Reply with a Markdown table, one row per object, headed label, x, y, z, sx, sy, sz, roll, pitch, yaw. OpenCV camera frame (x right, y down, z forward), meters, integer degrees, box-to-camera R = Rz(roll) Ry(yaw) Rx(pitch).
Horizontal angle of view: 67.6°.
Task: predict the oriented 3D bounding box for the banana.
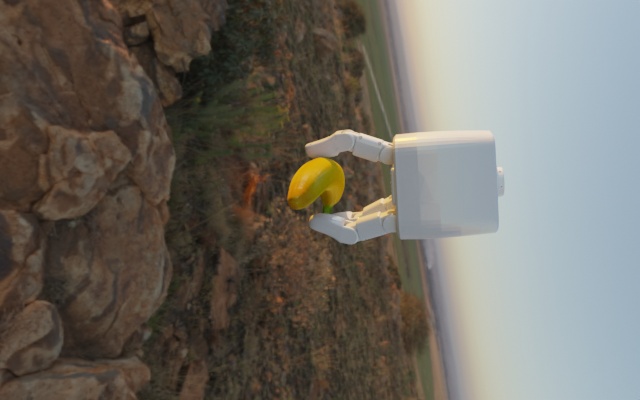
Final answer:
| label | x | y | z | sx | sy | sz | roll | pitch | yaw |
| --- | --- | --- | --- | --- | --- | --- | --- | --- | --- |
| banana | 0.002 | -0.016 | 0.552 | 0.037 | 0.069 | 0.198 | 4 | -5 | 12 |
